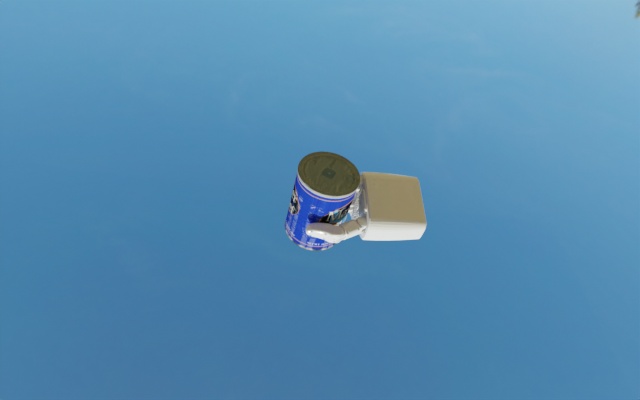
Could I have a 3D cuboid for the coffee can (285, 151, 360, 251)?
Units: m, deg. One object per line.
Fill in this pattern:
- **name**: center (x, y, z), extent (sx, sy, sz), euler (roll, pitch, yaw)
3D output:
- **coffee can**: center (0.000, 0.003, 0.809), extent (0.103, 0.102, 0.140), euler (0, -42, -16)
